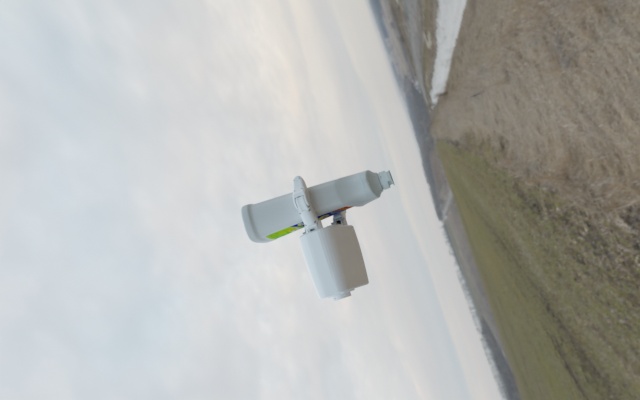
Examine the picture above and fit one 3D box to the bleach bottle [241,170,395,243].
[{"bbox_3d":[0.000,0.003,0.805,0.251,0.068,0.102,-20,-11,12],"label":"bleach bottle"}]
